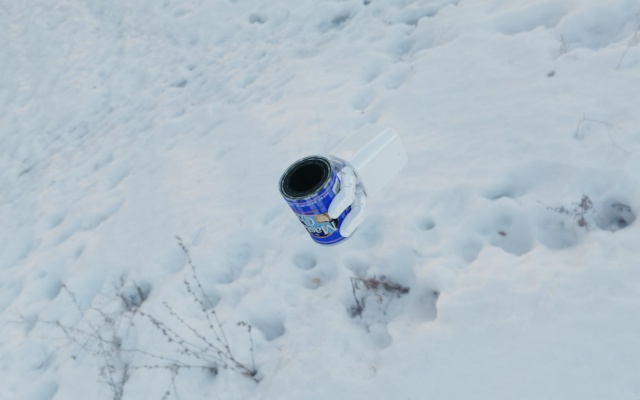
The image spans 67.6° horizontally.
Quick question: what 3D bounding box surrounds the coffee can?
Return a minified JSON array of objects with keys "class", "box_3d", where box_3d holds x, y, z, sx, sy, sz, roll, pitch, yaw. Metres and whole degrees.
[{"class":"coffee can","box_3d":[0.000,0.003,0.866,0.103,0.102,0.140,0,-38,29]}]
